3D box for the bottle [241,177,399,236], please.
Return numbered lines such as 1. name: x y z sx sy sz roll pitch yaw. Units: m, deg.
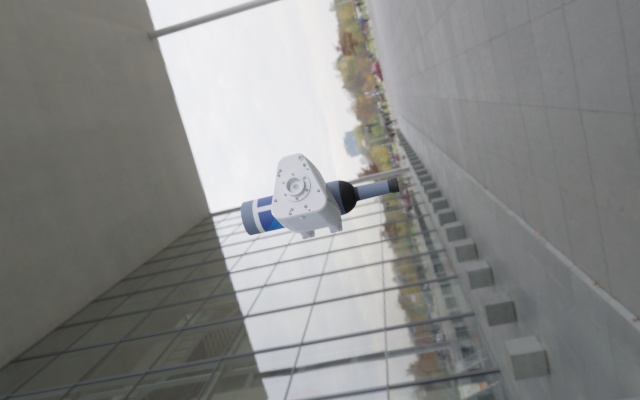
1. bottle: 0.000 0.003 0.896 0.296 0.069 0.069 -13 -2 9
